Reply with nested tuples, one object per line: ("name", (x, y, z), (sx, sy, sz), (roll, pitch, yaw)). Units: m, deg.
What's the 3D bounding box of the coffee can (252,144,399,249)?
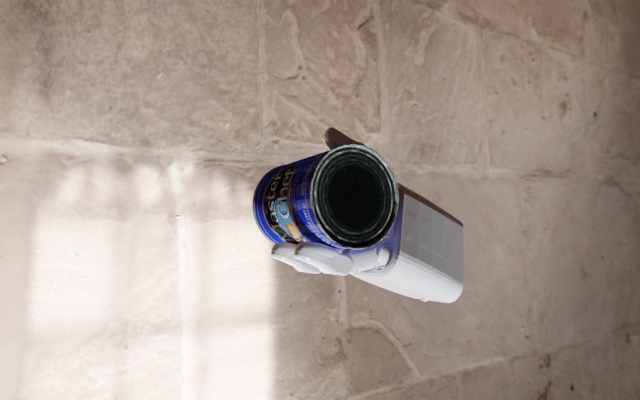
("coffee can", (0.000, 0.002, 0.516), (0.103, 0.103, 0.140), (0, -5, -30))
